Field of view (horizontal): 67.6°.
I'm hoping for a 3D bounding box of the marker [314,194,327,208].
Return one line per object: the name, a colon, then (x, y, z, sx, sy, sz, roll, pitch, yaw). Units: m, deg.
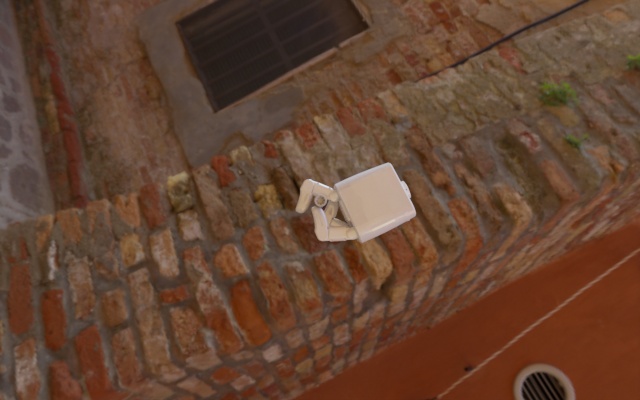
marker: (0.000, 0.003, 0.782, 0.020, 0.020, 0.121, 0, -3, 0)
